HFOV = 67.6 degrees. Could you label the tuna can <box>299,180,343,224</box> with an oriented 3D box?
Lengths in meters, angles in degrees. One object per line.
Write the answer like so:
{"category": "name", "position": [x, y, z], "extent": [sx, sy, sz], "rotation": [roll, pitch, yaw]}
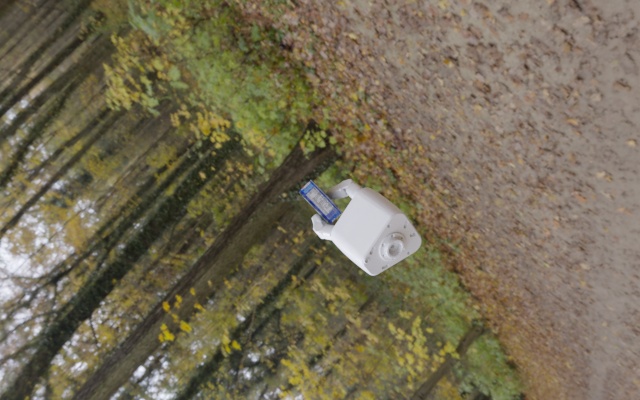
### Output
{"category": "tuna can", "position": [0.000, 0.003, 0.885], "extent": [0.034, 0.086, 0.086], "rotation": [-44, 1, -1]}
